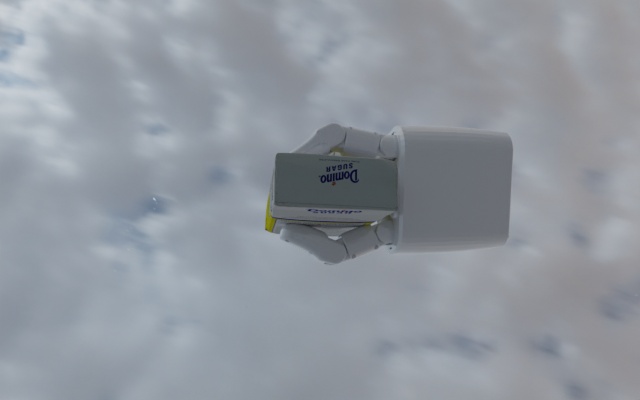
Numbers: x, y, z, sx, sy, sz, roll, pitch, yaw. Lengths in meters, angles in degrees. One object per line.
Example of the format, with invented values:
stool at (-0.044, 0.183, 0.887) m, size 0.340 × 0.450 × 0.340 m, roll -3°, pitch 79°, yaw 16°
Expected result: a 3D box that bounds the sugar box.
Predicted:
sugar box at (0.000, 0.001, 0.427) m, size 0.093 × 0.048 × 0.176 m, roll 3°, pitch -13°, yaw -8°
